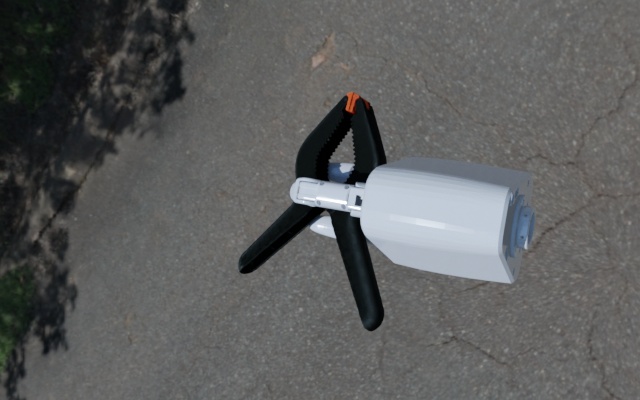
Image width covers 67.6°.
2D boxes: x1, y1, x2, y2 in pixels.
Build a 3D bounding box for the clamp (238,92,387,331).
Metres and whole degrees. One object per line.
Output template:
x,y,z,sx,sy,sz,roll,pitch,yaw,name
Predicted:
0.000,0.001,0.459,0.164,0.210,0.036,9,-1,30,clamp
